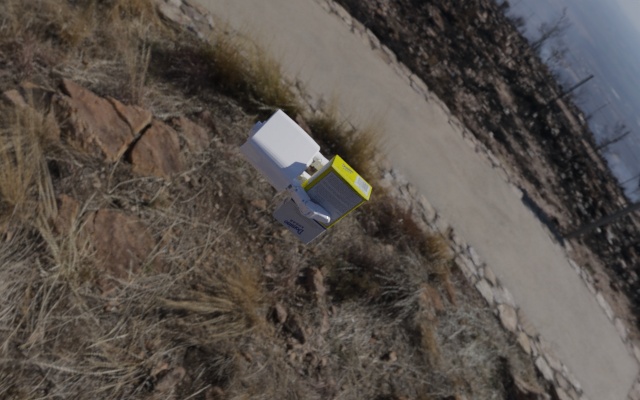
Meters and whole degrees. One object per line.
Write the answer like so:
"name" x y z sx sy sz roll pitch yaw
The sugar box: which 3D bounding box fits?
"sugar box" 0.000 0.002 0.885 0.176 0.093 0.048 -36 18 37
